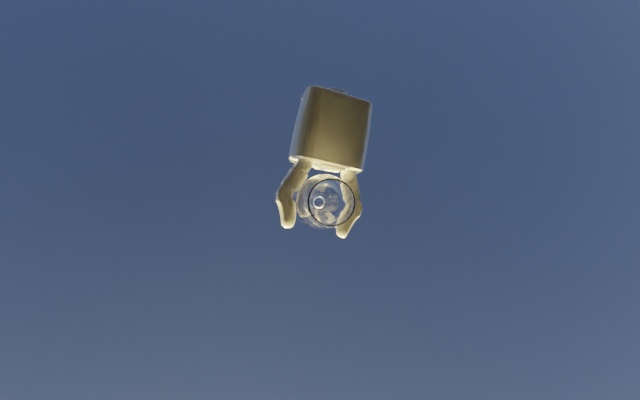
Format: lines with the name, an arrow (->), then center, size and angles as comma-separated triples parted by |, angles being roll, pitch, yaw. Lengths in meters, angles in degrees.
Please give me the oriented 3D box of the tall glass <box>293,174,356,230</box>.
tall glass -> 0.000, 0.002, 0.703 | 0.079, 0.079, 0.201 | 0, 0, -8
